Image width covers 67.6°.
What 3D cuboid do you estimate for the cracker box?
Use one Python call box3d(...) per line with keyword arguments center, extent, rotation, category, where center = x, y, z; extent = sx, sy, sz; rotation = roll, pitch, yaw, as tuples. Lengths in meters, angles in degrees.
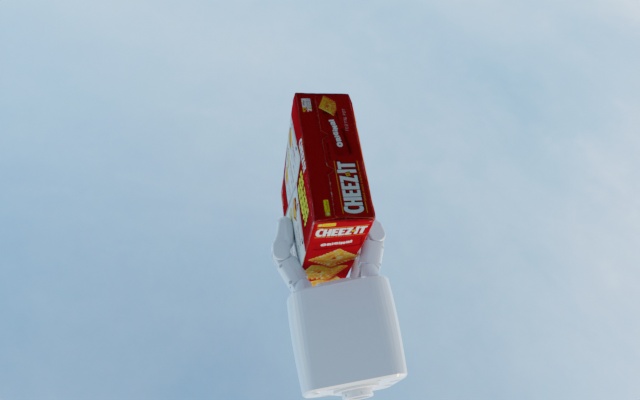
box3d(center=(0.000, 0.002, 0.580), extent=(0.072, 0.164, 0.214), rotation=(-3, -29, -11), category="cracker box")
